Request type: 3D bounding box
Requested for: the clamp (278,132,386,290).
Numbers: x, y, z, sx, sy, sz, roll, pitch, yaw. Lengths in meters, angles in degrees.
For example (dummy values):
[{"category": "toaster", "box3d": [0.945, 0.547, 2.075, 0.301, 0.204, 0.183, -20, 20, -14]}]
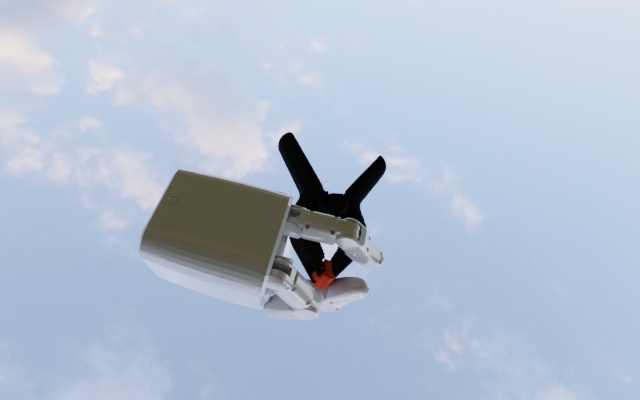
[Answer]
[{"category": "clamp", "box3d": [0.000, 0.002, 0.479, 0.120, 0.171, 0.039, 16, -39, -1]}]
